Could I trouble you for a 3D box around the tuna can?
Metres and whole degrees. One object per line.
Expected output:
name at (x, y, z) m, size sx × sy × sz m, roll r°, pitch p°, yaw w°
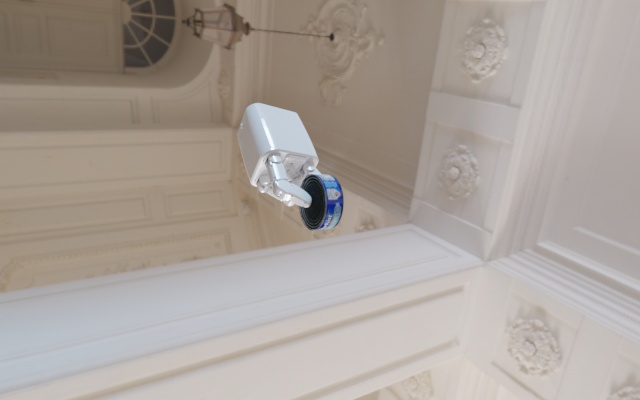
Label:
tuna can at (0.001, 0.002, 0.730) m, size 0.034 × 0.086 × 0.086 m, roll -1°, pitch 1°, yaw -29°
